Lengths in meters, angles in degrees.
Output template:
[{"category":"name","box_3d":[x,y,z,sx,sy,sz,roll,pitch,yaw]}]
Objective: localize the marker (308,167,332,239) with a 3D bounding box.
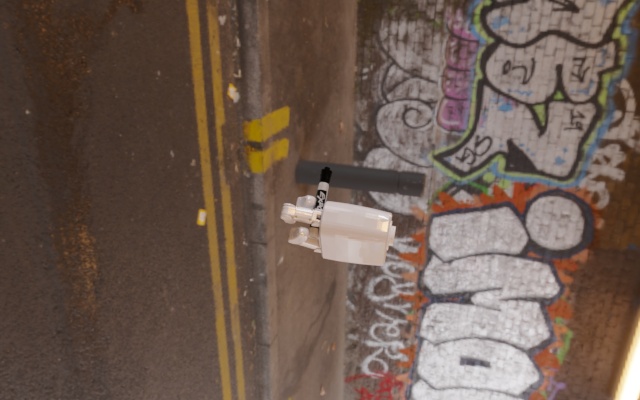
[{"category":"marker","box_3d":[0.000,0.003,0.778,0.020,0.121,0.020,11,-15,3]}]
